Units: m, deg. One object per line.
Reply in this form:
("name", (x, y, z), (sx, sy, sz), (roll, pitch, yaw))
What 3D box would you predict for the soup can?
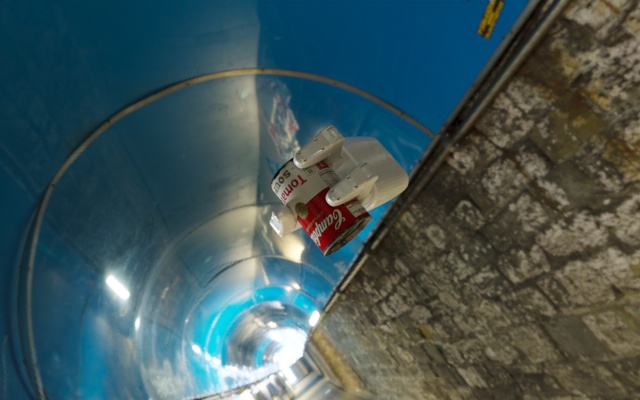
("soup can", (0.000, 0.002, 0.535), (0.068, 0.102, 0.068), (-37, -14, -11))
